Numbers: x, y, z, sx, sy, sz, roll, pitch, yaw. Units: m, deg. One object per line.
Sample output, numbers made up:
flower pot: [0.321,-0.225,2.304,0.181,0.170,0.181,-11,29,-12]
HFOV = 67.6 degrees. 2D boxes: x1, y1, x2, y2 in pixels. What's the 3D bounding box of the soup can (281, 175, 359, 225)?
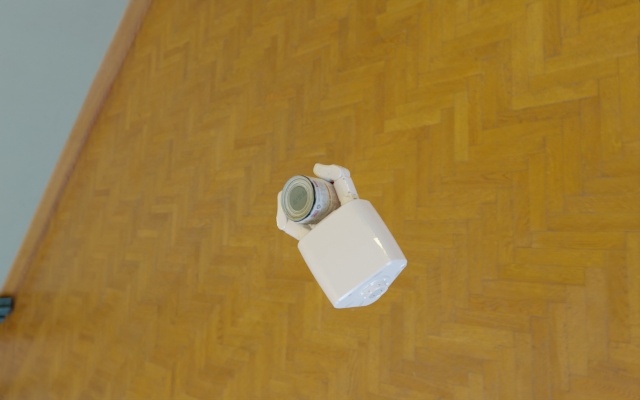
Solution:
soup can: [0.000,0.002,0.702,0.068,0.068,0.102,0,-6,42]
